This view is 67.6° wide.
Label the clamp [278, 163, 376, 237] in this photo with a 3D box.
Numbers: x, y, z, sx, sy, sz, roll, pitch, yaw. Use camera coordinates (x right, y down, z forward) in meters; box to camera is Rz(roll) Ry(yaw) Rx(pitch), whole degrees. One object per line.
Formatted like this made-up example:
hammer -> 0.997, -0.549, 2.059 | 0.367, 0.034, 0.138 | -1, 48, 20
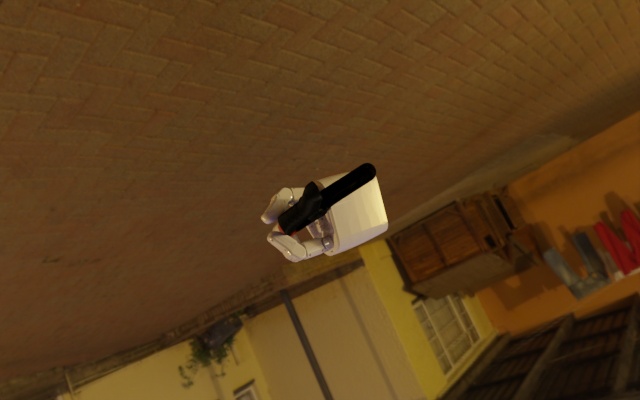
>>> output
clamp -> 0.000, 0.003, 0.654 | 0.120, 0.039, 0.171 | -17, -13, -32
